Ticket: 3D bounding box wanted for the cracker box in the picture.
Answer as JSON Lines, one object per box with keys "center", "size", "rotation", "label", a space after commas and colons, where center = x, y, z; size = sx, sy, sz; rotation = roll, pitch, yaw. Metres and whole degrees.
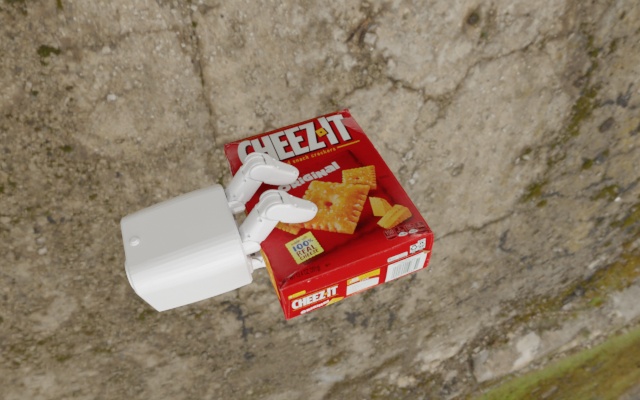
{"center": [0.000, 0.002, 0.531], "size": [0.164, 0.213, 0.072], "rotation": [-18, -38, -12], "label": "cracker box"}
